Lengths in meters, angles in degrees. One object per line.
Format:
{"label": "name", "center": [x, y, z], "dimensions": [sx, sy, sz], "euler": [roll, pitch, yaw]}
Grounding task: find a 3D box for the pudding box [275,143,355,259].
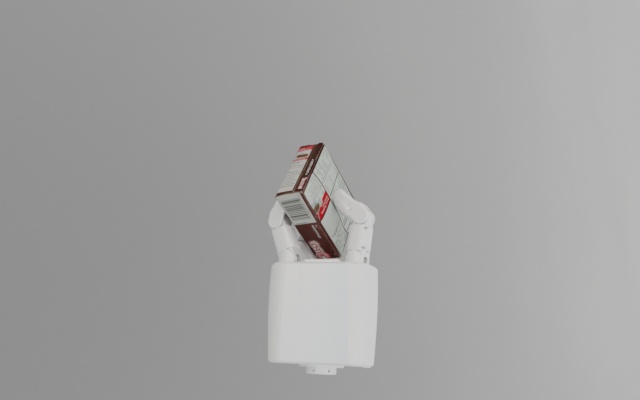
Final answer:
{"label": "pudding box", "center": [0.000, 0.002, 0.574], "dimensions": [0.039, 0.114, 0.090], "euler": [-7, 41, 28]}
